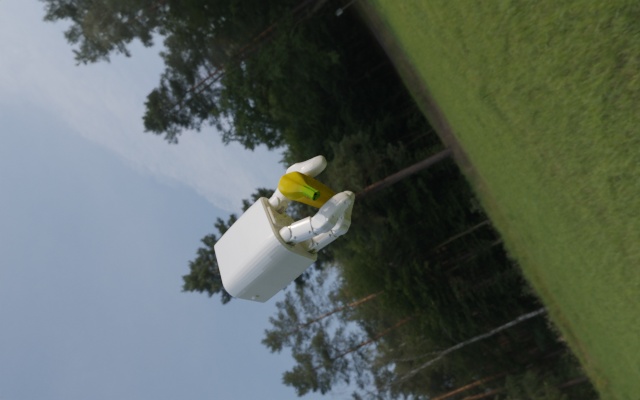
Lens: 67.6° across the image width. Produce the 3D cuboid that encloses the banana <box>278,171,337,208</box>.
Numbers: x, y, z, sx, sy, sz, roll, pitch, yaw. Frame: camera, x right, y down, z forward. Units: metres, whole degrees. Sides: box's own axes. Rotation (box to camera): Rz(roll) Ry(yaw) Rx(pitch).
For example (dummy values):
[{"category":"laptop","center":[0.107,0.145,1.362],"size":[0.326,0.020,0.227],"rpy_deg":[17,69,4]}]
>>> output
[{"category":"banana","center":[-0.015,-0.009,0.647],"size":[0.069,0.037,0.198],"rpy_deg":[38,6,12]}]
